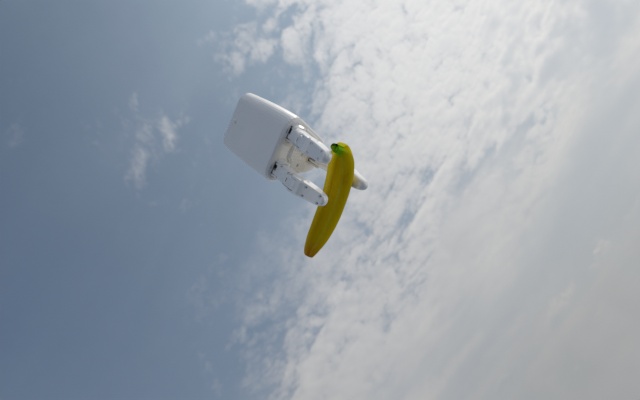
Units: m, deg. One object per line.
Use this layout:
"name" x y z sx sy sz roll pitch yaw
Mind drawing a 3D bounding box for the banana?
"banana" 0.013 -0.007 0.671 0.037 0.198 0.069 34 41 28
